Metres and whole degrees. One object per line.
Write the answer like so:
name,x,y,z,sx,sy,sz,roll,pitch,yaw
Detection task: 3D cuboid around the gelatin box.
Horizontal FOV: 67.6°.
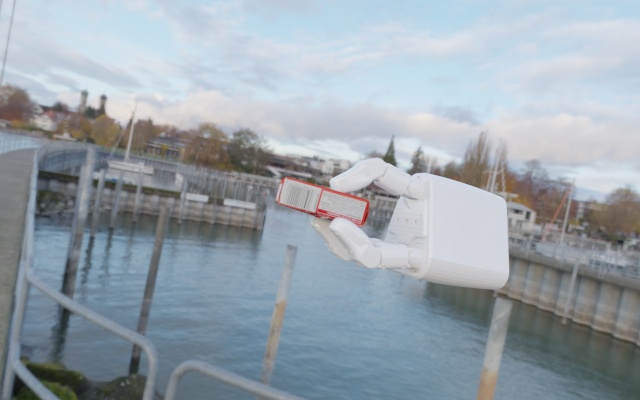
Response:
gelatin box,0.000,0.001,0.492,0.089,0.030,0.073,16,0,-7
